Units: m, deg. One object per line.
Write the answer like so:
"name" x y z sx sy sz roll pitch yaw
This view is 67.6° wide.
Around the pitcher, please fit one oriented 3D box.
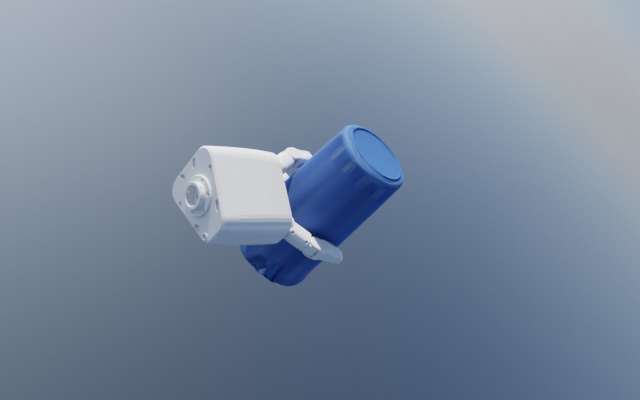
"pitcher" 0.000 0.002 0.692 0.145 0.149 0.243 5 -40 -48
